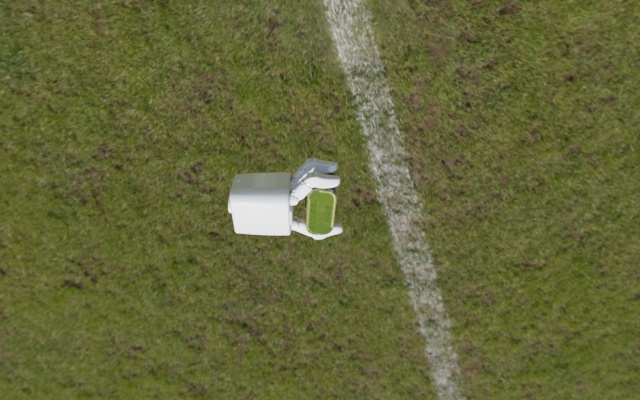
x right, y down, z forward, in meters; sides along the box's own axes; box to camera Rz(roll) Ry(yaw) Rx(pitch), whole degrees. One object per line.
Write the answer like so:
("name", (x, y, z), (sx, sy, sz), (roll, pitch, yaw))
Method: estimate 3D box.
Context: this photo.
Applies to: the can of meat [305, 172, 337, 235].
("can of meat", (0.000, 0.003, 0.896), (0.057, 0.102, 0.084), (3, 29, -3))
